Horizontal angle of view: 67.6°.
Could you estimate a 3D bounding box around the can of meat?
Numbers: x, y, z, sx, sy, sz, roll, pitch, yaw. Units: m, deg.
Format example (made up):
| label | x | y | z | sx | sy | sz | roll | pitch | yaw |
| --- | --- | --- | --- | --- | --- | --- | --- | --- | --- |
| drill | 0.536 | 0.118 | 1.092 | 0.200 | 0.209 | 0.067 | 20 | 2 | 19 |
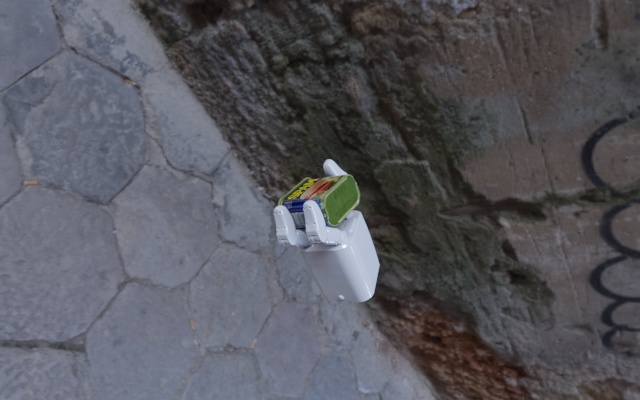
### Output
| label | x | y | z | sx | sy | sz | roll | pitch | yaw |
| --- | --- | --- | --- | --- | --- | --- | --- | --- | --- |
| can of meat | 0.000 | 0.002 | 0.719 | 0.084 | 0.057 | 0.102 | -6 | 24 | 37 |
